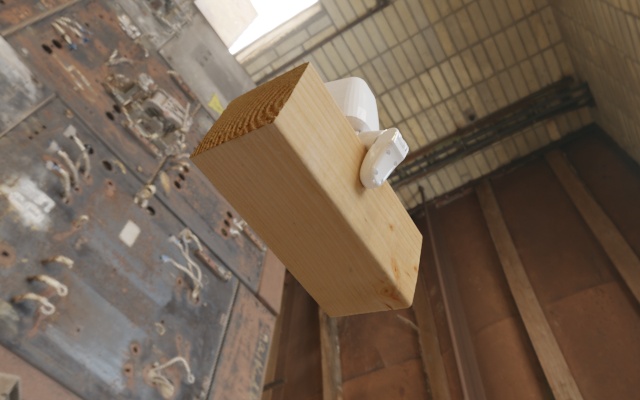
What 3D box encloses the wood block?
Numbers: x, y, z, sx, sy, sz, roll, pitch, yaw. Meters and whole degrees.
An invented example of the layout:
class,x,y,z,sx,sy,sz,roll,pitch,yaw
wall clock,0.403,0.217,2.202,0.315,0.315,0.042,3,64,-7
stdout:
class,x,y,z,sx,sy,sz,roll,pitch,yaw
wood block,0.000,0.001,0.416,0.091,0.206,0.090,-17,34,33
